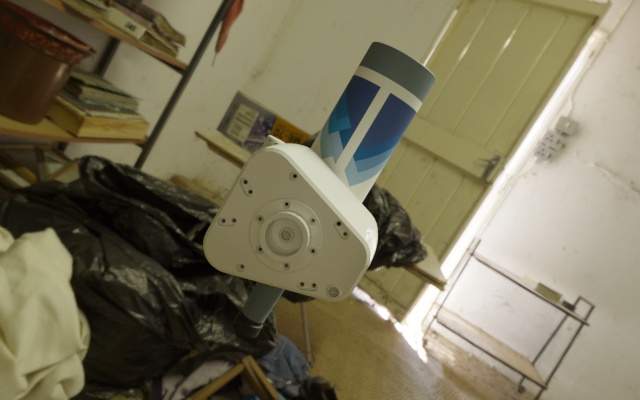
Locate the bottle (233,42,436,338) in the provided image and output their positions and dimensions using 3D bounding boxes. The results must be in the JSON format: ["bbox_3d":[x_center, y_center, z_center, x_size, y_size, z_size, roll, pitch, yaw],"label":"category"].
[{"bbox_3d":[0.000,0.001,0.446,0.069,0.296,0.069,30,8,-5],"label":"bottle"}]
